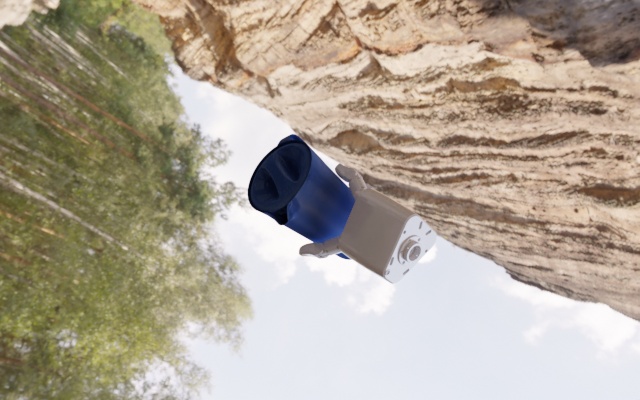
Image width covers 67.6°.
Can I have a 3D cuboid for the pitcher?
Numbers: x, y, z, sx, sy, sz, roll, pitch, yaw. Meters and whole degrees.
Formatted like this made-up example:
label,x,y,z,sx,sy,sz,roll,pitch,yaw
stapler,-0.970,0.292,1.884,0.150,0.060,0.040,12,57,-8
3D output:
label,x,y,z,sx,sy,sz,roll,pitch,yaw
pitcher,0.000,0.003,0.839,0.145,0.149,0.243,28,-7,47
